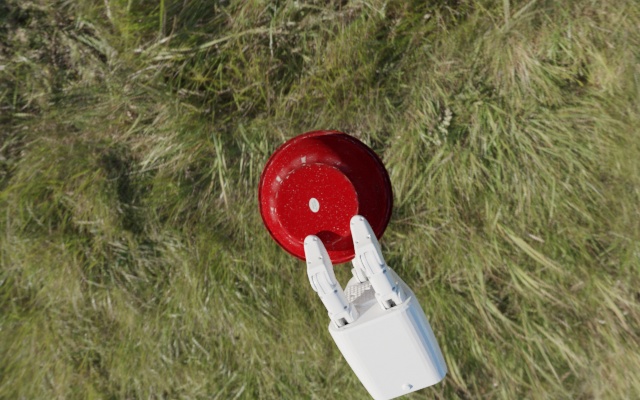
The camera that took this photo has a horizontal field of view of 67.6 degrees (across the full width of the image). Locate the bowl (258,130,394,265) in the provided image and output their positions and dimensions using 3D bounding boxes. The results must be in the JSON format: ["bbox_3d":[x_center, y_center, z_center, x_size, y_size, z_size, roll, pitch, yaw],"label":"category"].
[{"bbox_3d":[-0.001,0.001,0.538,0.162,0.162,0.055,0,8,10],"label":"bowl"}]
